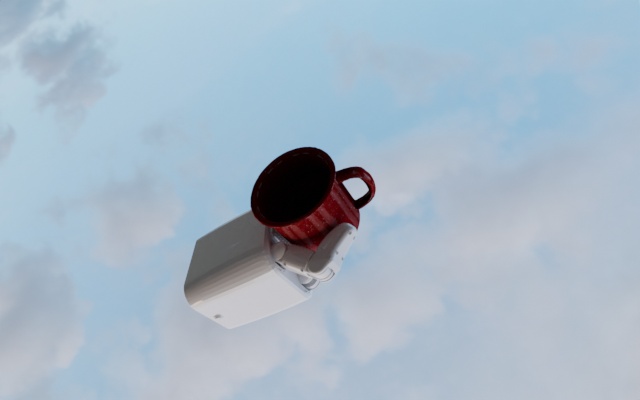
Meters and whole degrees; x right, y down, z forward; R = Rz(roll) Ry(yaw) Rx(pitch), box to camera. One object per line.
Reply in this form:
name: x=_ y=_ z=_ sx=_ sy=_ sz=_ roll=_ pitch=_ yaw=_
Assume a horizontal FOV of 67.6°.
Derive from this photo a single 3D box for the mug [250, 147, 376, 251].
mug: x=0.001 y=0.001 z=0.483 sx=0.117 sy=0.093 sz=0.081 roll=-24 pitch=-42 yaw=14
